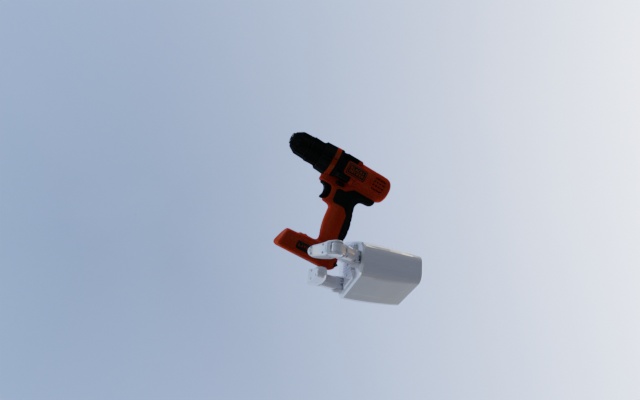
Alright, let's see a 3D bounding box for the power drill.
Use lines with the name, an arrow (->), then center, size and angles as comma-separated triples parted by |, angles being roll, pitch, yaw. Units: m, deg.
power drill -> 0.000, 0.003, 0.767 | 0.184, 0.187, 0.057 | 29, -8, -7
